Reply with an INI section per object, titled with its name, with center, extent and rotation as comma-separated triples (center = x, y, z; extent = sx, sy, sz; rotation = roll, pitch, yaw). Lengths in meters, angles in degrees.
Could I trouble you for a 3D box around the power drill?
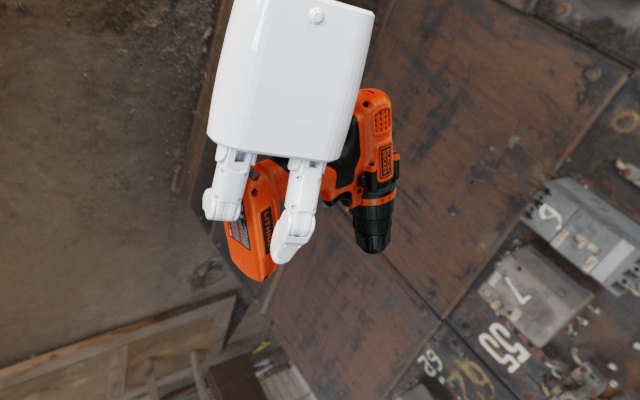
[power drill]
center = 0.000, 0.001, 0.460
extent = 0.187, 0.184, 0.057
rotation = -27, 33, -34
